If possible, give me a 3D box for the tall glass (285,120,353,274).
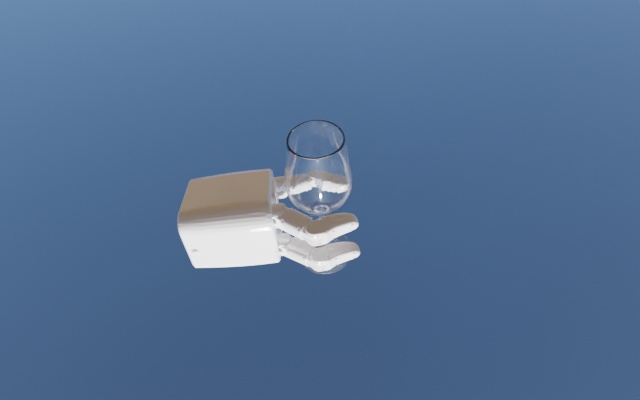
[{"bbox_3d":[0.000,0.002,0.570,0.079,0.079,0.201,0,-42,4],"label":"tall glass"}]
